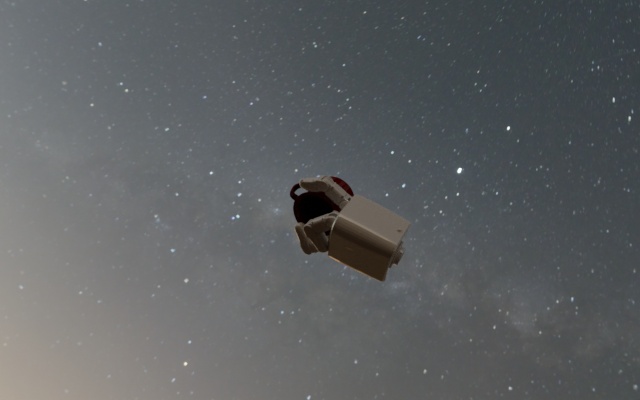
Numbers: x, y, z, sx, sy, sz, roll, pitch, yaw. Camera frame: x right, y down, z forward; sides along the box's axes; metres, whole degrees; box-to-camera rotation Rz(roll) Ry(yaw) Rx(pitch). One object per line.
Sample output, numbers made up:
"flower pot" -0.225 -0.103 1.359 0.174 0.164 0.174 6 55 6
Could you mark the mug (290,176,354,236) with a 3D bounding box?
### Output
"mug" -0.001 0.002 0.869 0.117 0.093 0.081 27 39 15
